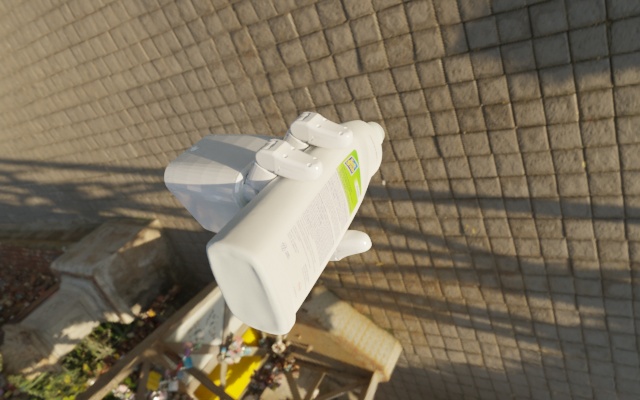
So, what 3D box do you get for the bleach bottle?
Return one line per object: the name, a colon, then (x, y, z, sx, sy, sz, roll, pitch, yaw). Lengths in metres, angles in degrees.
bleach bottle: (0.000, 0.001, 0.465, 0.068, 0.103, 0.250, 10, 40, 30)
